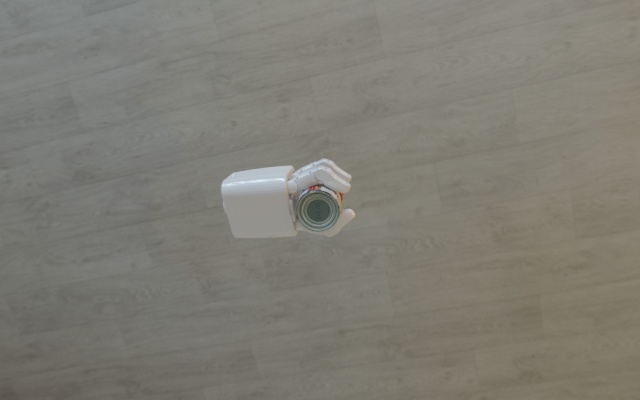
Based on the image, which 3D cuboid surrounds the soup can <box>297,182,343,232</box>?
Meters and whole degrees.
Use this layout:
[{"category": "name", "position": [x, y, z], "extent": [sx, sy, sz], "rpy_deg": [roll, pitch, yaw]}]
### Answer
[{"category": "soup can", "position": [0.001, 0.003, 0.768], "extent": [0.068, 0.068, 0.102], "rpy_deg": [0, 16, 5]}]
